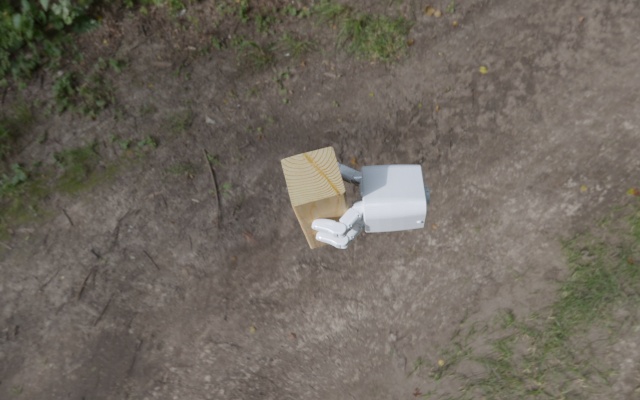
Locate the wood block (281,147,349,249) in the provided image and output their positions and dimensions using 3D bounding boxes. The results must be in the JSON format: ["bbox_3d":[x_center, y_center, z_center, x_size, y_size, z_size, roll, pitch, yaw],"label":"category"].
[{"bbox_3d":[0.000,0.002,0.850,0.090,0.090,0.206,-15,-26,1],"label":"wood block"}]
